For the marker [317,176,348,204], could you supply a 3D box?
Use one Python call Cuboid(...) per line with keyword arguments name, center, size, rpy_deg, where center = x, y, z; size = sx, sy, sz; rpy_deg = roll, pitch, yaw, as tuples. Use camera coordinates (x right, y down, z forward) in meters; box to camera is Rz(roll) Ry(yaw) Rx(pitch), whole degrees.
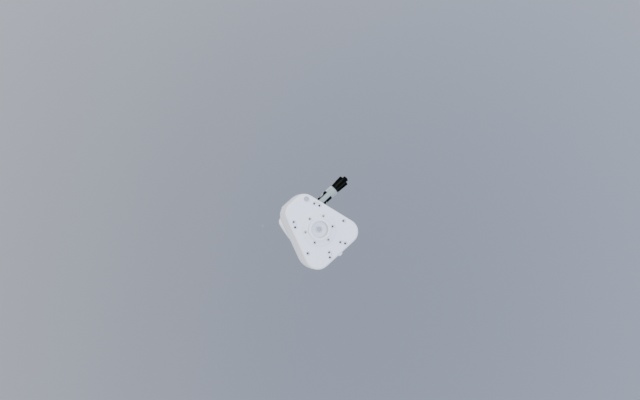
Cuboid(name="marker", center=(0.000, 0.003, 0.807), size=(0.121, 0.020, 0.020), rpy_deg=(-43, 6, -7))
